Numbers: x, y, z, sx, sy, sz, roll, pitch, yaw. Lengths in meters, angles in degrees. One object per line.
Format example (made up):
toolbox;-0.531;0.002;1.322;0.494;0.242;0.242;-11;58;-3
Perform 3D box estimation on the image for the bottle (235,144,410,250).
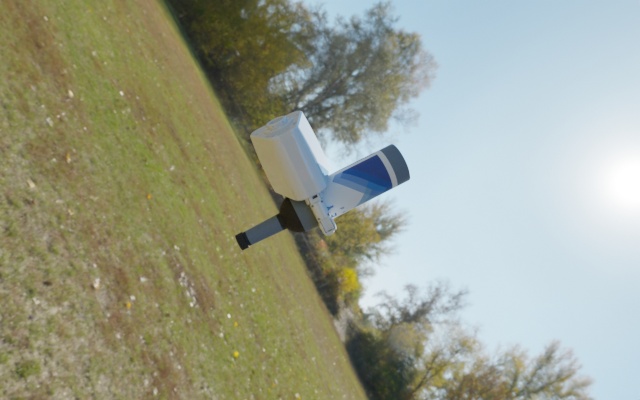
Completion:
bottle;0.000;0.003;0.775;0.295;0.069;0.069;-27;2;-4
